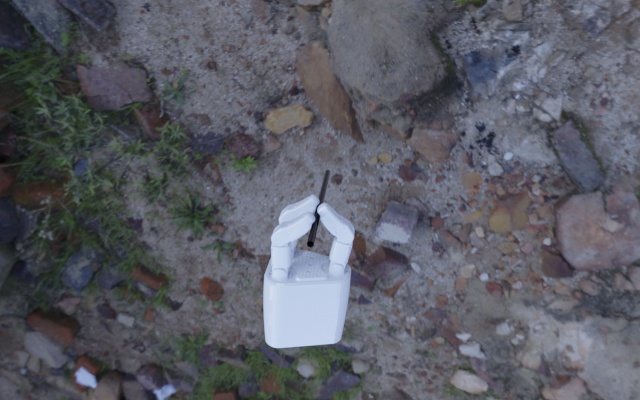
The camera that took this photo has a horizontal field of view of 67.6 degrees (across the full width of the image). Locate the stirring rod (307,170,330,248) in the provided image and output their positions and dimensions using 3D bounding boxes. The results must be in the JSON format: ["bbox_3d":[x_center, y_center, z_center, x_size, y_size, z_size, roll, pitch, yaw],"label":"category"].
[{"bbox_3d":[0.000,0.002,0.637,0.011,0.011,0.239,0,23,6],"label":"stirring rod"}]
